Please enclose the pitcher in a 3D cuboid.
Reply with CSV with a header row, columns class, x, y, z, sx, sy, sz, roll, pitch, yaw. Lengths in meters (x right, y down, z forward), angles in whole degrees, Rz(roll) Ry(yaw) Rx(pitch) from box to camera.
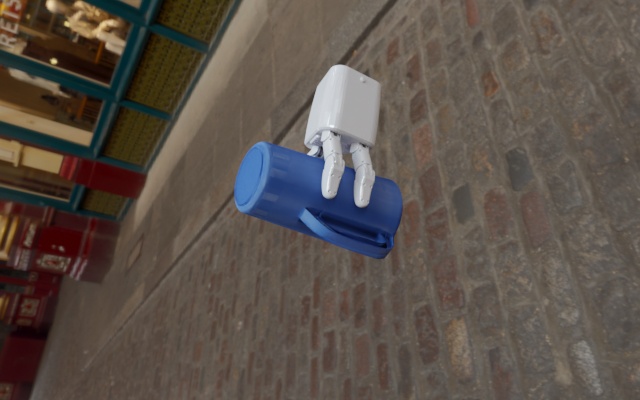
class,x,y,z,sx,sy,sz,roll,pitch,yaw
pitcher,0.000,0.002,0.730,0.243,0.145,0.149,17,-15,-29
